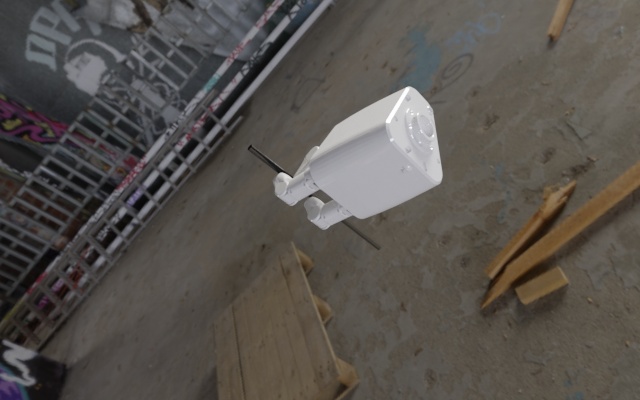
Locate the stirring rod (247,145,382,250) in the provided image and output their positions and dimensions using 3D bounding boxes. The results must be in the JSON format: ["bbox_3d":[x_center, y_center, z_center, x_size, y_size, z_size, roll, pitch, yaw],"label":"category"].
[{"bbox_3d":[0.000,0.002,0.620,0.240,0.011,0.011,38,-20,-29],"label":"stirring rod"}]
